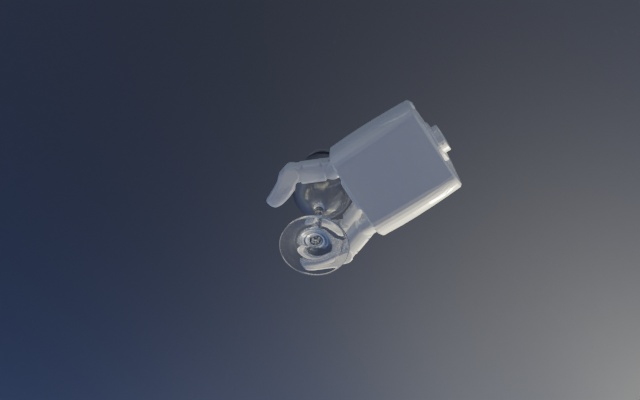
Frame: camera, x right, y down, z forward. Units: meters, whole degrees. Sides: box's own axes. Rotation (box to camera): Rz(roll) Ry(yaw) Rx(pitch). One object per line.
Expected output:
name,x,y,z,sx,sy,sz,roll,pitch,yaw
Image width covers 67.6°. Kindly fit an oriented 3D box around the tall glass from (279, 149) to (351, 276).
tall glass,0.000,0.002,0.586,0.079,0.079,0.201,0,28,4
